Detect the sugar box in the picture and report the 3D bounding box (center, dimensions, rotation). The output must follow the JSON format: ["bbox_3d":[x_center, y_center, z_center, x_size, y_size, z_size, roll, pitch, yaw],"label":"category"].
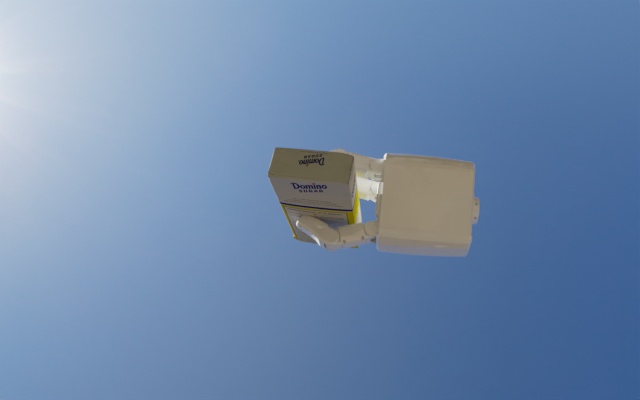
[{"bbox_3d":[0.000,0.002,0.592,0.093,0.048,0.176,6,-29,11],"label":"sugar box"}]
